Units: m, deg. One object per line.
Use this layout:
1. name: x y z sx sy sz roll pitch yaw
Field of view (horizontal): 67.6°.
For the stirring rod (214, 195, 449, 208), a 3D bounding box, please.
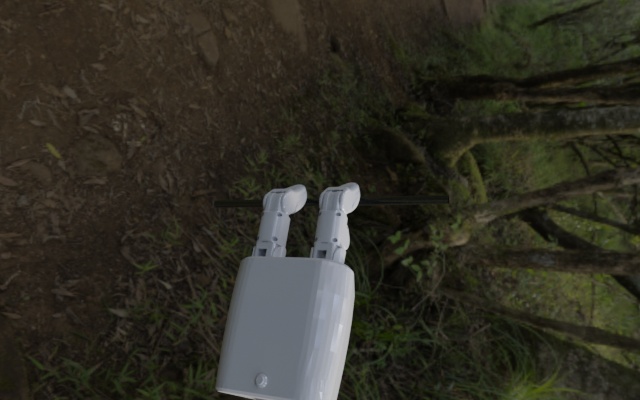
1. stirring rod: 0.000 0.002 0.460 0.239 0.011 0.011 -1 -1 23
